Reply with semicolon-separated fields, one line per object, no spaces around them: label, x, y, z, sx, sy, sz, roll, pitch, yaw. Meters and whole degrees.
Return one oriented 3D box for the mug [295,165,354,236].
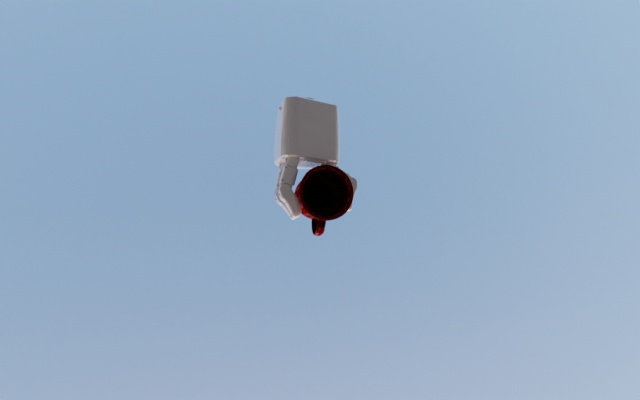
mug;0.000;0.004;0.821;0.093;0.117;0.081;4;-7;-14
